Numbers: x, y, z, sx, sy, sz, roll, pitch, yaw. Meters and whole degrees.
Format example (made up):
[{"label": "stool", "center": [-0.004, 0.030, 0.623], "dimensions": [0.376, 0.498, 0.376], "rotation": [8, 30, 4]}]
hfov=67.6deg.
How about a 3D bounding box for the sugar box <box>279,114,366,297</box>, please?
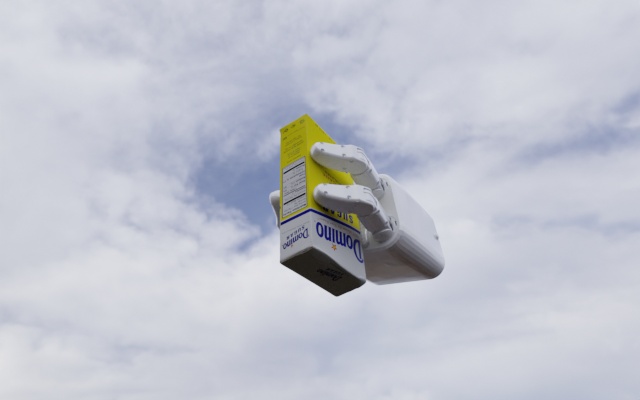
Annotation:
[{"label": "sugar box", "center": [0.001, 0.001, 0.501], "dimensions": [0.048, 0.176, 0.093], "rotation": [-29, -44, 24]}]
